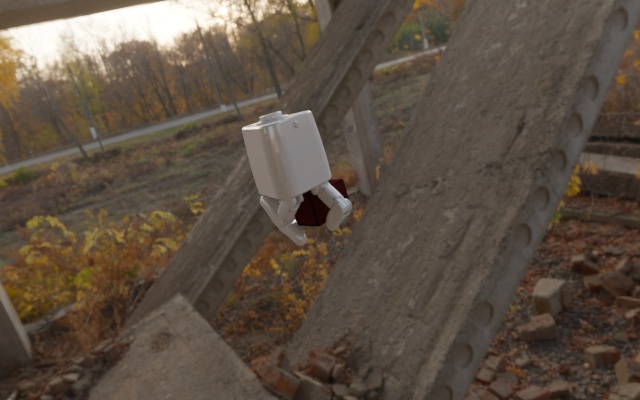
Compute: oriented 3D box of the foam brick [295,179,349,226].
[{"bbox_3d":[0.000,0.002,0.752,0.053,0.051,0.078,-1,20,47],"label":"foam brick"}]
